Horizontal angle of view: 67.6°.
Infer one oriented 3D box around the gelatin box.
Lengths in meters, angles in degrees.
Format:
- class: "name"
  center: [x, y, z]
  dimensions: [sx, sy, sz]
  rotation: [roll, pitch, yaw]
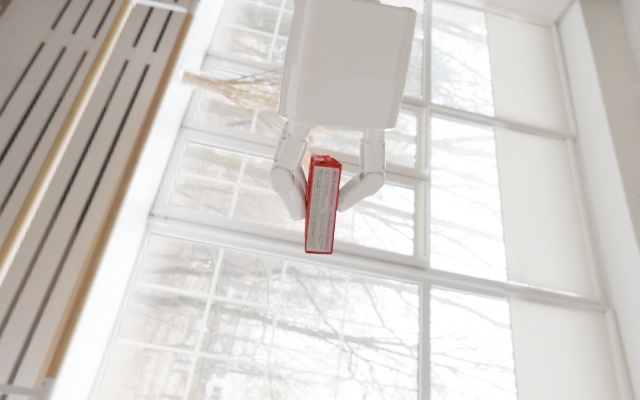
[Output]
- class: "gelatin box"
  center: [0.001, 0.002, 0.476]
  dimensions: [0.030, 0.089, 0.073]
  rotation: [4, 10, -3]
